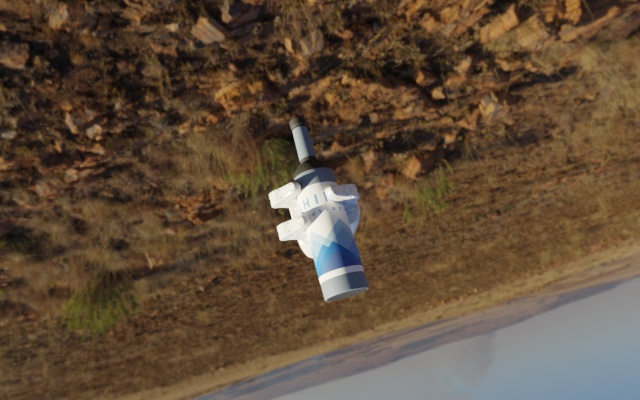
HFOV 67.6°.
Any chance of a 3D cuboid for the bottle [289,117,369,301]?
[{"bbox_3d":[0.000,0.003,0.736,0.069,0.295,0.069,-14,-19,-5],"label":"bottle"}]
